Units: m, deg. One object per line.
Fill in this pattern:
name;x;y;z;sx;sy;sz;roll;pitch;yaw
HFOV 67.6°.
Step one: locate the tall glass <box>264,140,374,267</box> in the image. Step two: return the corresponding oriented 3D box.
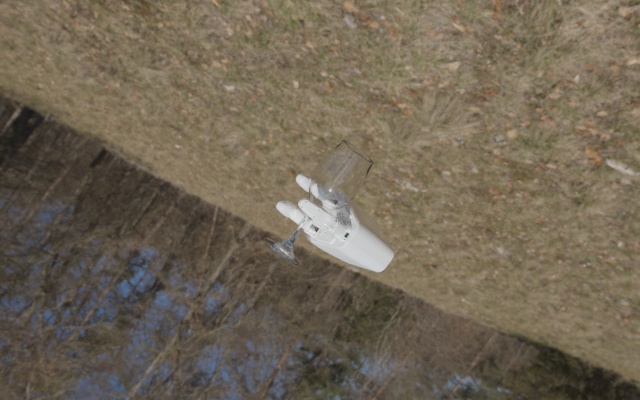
tall glass;0.000;0.003;0.753;0.079;0.201;0.079;36;1;-1
